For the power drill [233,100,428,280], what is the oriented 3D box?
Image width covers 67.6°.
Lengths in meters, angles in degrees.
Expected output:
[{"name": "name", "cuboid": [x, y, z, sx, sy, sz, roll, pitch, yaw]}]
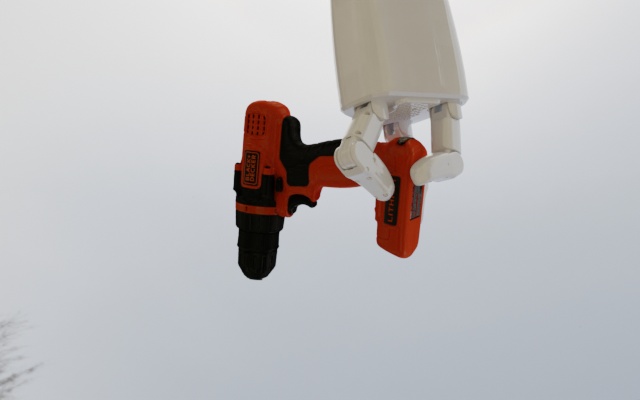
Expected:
[{"name": "power drill", "cuboid": [0.001, 0.001, 0.457, 0.187, 0.184, 0.057, 9, 11, 24]}]
